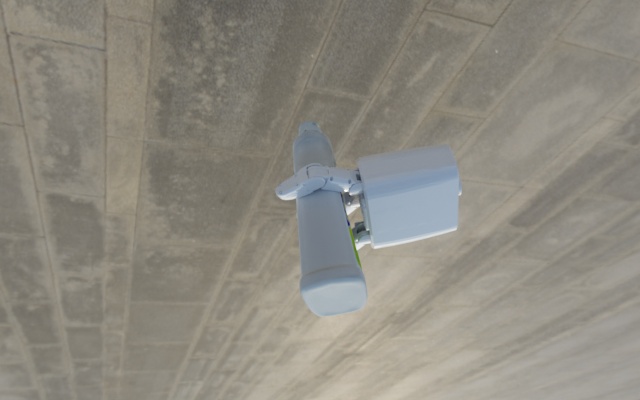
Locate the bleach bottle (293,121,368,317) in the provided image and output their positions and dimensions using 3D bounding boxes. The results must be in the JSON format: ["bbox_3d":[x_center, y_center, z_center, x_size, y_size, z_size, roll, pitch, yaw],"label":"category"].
[{"bbox_3d":[0.000,0.002,0.568,0.068,0.250,0.103,-11,-33,3],"label":"bleach bottle"}]
